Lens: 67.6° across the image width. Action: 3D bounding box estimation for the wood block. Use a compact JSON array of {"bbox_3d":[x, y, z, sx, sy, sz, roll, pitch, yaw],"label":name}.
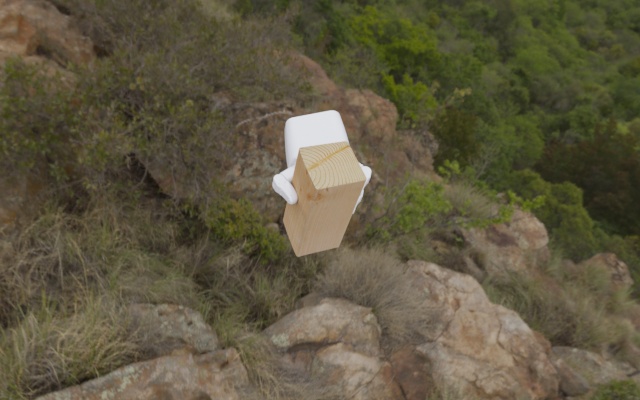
[{"bbox_3d":[0.000,0.002,0.844,0.091,0.090,0.206,-11,-34,-20],"label":"wood block"}]
